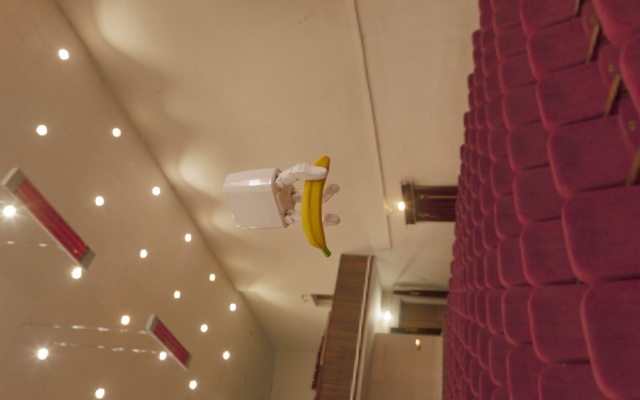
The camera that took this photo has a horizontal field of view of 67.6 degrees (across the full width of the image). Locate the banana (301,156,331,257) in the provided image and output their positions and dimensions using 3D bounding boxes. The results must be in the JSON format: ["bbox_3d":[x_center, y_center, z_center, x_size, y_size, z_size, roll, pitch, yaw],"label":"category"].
[{"bbox_3d":[-0.008,0.001,0.867,0.037,0.197,0.070,-7,-20,24],"label":"banana"}]
